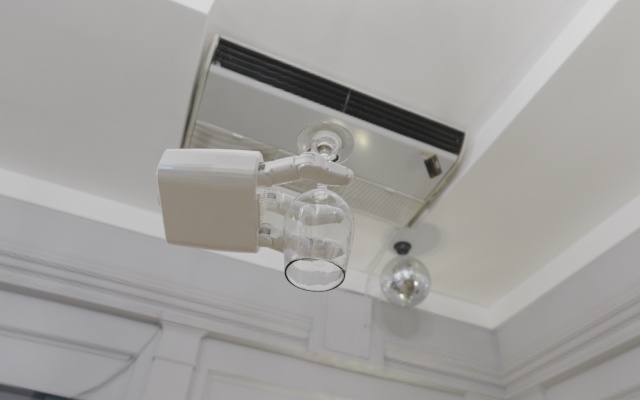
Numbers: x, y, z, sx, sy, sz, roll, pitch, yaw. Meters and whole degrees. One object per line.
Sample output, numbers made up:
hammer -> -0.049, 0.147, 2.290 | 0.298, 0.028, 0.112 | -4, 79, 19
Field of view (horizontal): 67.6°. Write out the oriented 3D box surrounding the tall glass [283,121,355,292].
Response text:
tall glass -> 0.000, 0.001, 0.543 | 0.079, 0.200, 0.079 | 2, -42, 2
